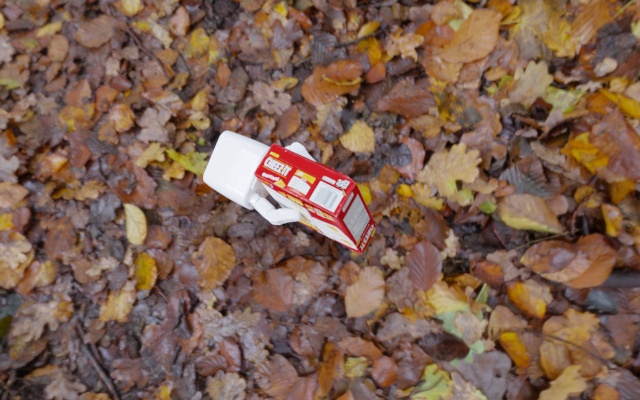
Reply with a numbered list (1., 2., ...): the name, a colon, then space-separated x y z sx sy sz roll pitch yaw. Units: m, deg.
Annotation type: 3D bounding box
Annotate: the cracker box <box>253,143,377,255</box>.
1. cracker box: 0.000 0.003 0.829 0.164 0.072 0.214 27 -12 24
